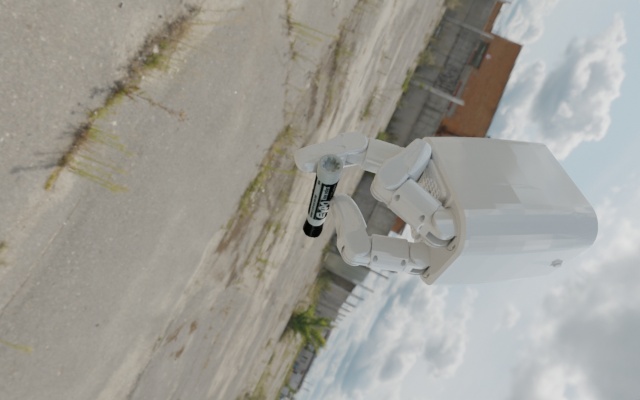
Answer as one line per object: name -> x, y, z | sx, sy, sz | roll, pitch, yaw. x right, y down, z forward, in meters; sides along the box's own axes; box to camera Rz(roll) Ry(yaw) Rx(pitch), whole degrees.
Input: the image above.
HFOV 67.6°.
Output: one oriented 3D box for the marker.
marker -> 0.000, 0.001, 0.409 | 0.020, 0.020, 0.121 | 0, -28, -9
